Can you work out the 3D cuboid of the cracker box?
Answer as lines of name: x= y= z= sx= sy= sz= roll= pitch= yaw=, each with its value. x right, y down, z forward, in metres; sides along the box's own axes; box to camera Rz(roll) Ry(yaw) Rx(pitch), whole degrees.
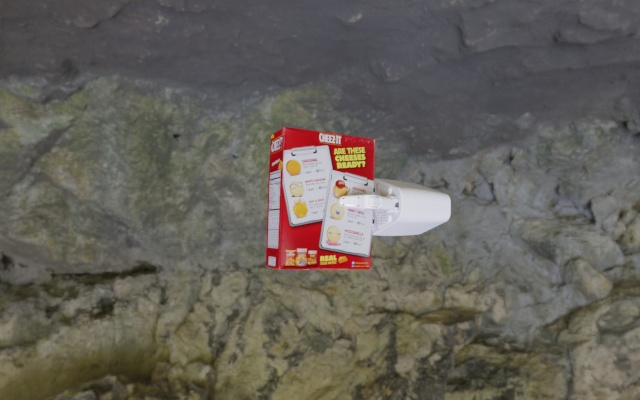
cracker box: x=0.000 y=0.003 z=0.765 sx=0.164 sy=0.213 sz=0.072 roll=4 pitch=-5 yaw=-27
